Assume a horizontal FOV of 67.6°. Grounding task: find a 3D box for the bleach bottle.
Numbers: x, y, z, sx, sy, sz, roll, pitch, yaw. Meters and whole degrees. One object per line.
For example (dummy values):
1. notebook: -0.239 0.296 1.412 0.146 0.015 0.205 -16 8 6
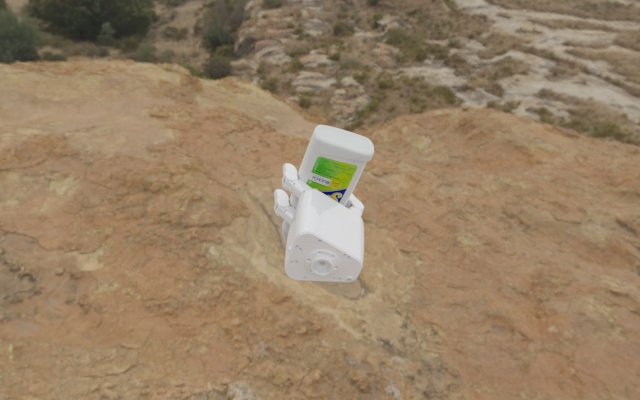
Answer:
1. bleach bottle: 0.000 0.003 0.807 0.102 0.251 0.068 16 32 -6
